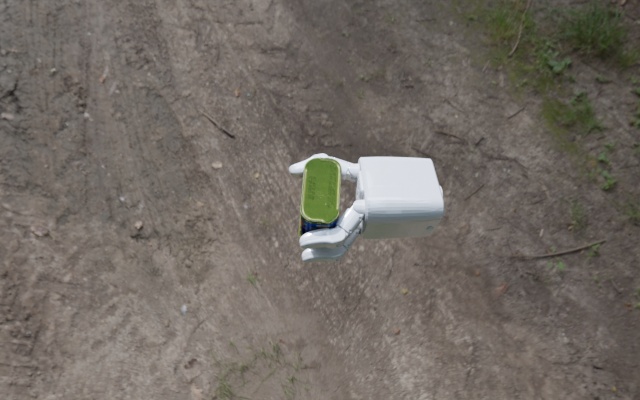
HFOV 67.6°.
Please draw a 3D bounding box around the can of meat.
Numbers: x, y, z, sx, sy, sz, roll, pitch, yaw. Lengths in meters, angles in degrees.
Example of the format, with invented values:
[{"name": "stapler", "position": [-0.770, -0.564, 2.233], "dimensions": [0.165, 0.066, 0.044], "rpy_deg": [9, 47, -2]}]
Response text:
[{"name": "can of meat", "position": [0.000, 0.002, 0.661], "dimensions": [0.057, 0.102, 0.084], "rpy_deg": [4, -25, -1]}]
